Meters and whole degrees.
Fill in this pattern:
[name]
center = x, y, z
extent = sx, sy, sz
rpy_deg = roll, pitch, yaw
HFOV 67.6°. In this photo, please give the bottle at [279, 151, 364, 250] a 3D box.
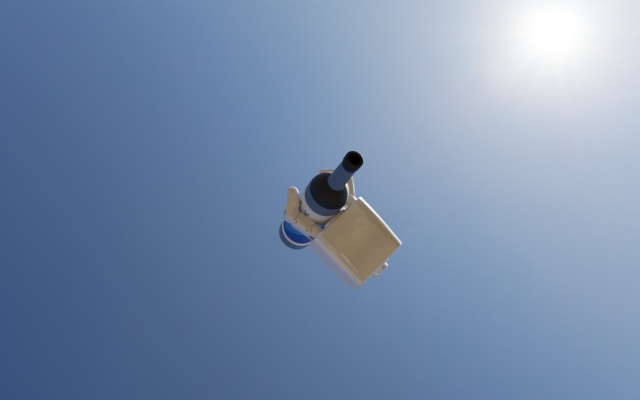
[bottle]
center = 0.000, 0.003, 0.788
extent = 0.069, 0.069, 0.296
rpy_deg = 0, -24, -21
